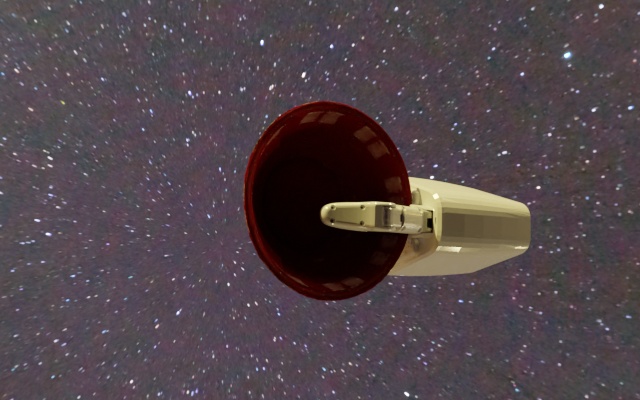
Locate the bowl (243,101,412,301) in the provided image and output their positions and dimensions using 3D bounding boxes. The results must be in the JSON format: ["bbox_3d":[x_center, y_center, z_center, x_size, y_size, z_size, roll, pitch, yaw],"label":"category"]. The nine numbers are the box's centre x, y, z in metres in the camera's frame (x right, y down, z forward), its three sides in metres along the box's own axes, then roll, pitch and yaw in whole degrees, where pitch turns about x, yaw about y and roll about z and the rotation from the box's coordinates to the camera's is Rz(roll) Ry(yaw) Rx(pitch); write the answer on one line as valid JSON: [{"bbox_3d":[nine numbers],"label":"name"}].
[{"bbox_3d":[-0.001,0.001,0.407,0.162,0.162,0.055,0,-4,-32],"label":"bowl"}]
